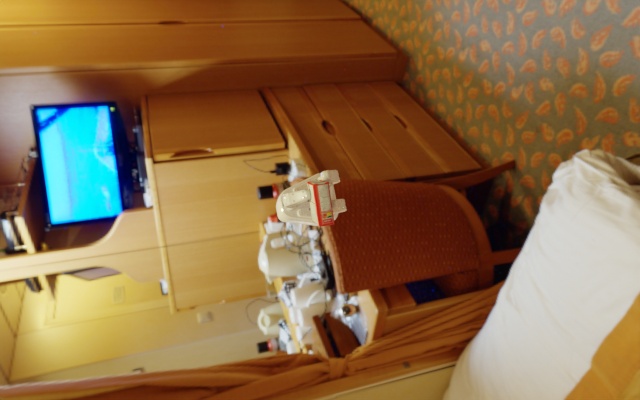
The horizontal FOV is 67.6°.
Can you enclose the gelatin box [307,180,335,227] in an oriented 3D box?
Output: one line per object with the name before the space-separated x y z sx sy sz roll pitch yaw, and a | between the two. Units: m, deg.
gelatin box | 0.000 0.003 0.833 0.030 0.073 0.089 -9 6 -8
